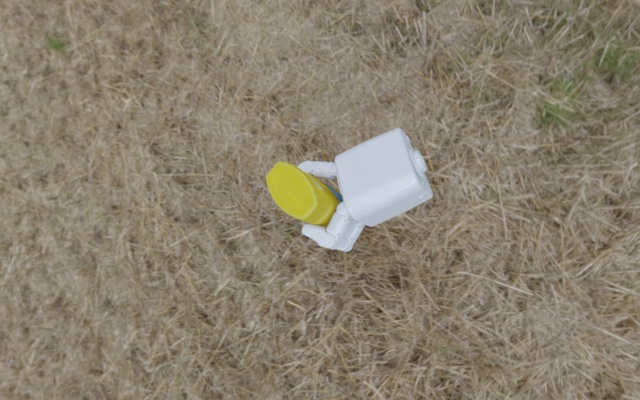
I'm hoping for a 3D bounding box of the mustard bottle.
[{"bbox_3d":[0.000,0.003,0.726,0.096,0.058,0.192,46,10,27],"label":"mustard bottle"}]
